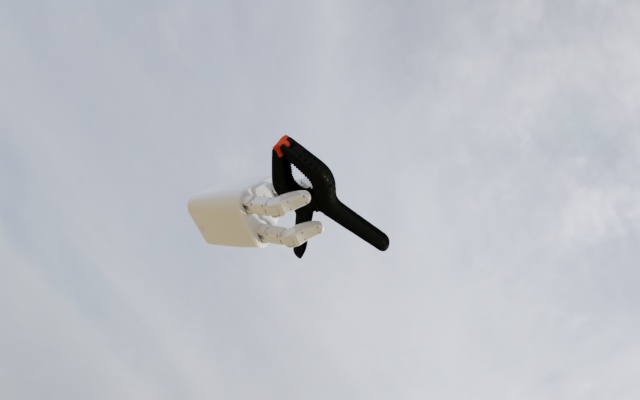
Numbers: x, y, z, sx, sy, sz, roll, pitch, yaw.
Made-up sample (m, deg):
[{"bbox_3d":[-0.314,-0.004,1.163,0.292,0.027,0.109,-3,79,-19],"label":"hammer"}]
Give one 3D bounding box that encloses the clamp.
[{"bbox_3d":[0.000,0.001,0.676,0.164,0.210,0.036,-4,35,29],"label":"clamp"}]
